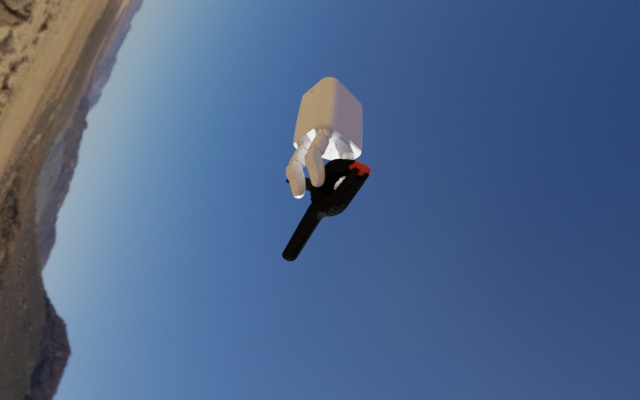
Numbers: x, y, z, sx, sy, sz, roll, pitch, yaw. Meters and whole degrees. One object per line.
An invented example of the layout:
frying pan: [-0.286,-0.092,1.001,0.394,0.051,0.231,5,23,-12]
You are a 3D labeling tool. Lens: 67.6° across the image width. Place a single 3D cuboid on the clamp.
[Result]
clamp: [0.001,0.002,0.765,0.036,0.164,0.210,20,-30,-31]
